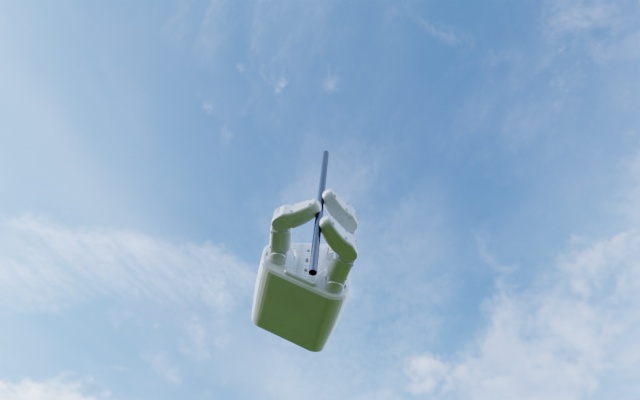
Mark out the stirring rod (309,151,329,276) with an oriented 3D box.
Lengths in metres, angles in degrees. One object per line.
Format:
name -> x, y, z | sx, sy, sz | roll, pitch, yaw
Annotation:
stirring rod -> 0.000, 0.002, 0.551 | 0.011, 0.011, 0.239 | 0, 34, 4
